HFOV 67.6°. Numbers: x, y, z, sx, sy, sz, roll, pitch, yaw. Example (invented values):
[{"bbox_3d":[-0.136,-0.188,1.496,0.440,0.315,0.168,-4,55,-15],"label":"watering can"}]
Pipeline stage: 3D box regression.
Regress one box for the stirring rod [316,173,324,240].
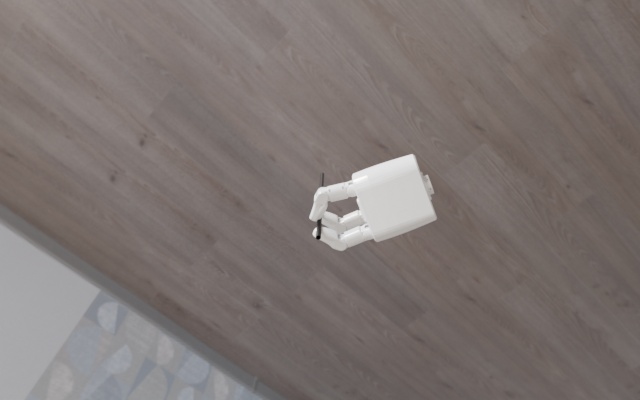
[{"bbox_3d":[0.000,0.003,0.858,0.011,0.011,0.239,0,28,2],"label":"stirring rod"}]
